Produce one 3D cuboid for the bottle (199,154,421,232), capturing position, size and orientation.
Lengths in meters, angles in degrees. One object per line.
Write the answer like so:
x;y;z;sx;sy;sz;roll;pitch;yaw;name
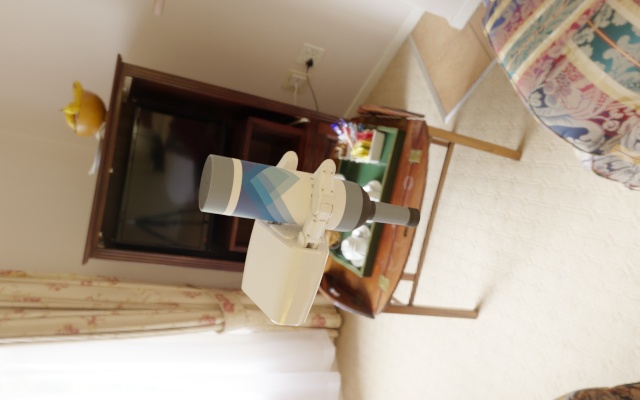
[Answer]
0.000;0.002;0.610;0.296;0.069;0.069;10;-4;-24;bottle
